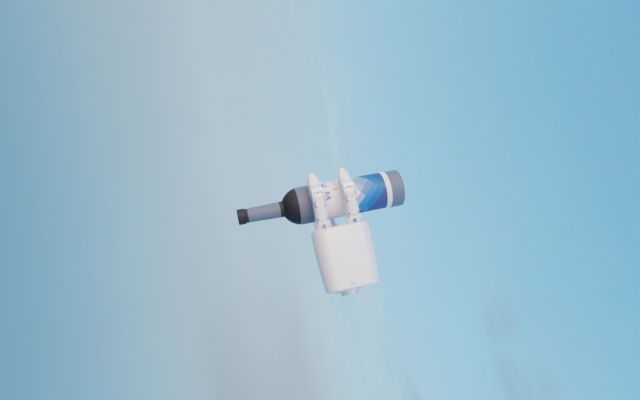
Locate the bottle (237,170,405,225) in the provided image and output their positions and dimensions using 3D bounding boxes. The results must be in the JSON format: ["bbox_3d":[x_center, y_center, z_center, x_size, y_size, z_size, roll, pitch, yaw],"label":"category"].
[{"bbox_3d":[0.000,0.003,0.847,0.295,0.069,0.069,-11,2,-11],"label":"bottle"}]
